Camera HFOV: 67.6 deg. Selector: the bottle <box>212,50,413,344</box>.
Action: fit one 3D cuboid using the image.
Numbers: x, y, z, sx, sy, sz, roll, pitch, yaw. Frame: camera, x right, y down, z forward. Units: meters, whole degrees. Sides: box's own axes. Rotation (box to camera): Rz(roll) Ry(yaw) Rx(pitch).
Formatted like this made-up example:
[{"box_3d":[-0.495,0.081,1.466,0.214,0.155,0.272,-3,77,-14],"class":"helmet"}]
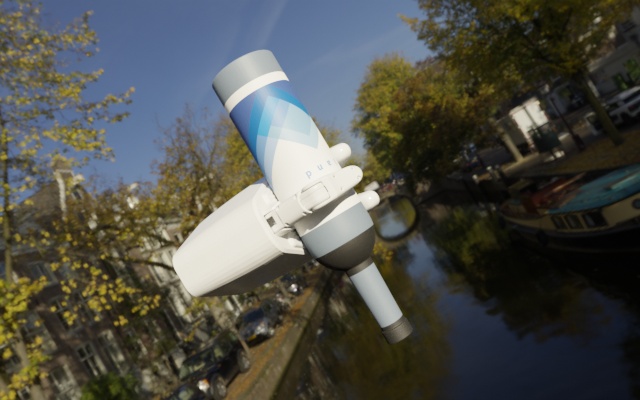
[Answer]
[{"box_3d":[0.000,0.001,0.453,0.069,0.295,0.069,-31,-2,-1],"class":"bottle"}]
